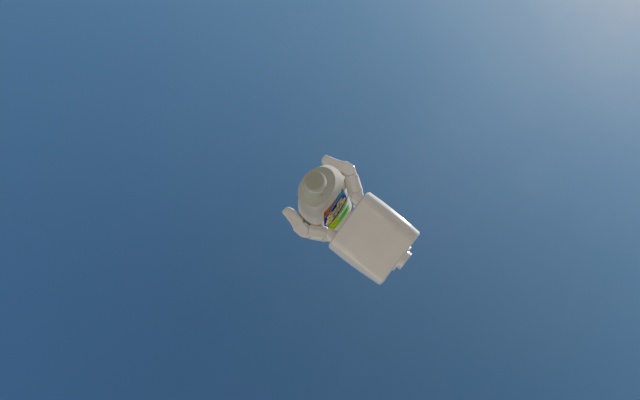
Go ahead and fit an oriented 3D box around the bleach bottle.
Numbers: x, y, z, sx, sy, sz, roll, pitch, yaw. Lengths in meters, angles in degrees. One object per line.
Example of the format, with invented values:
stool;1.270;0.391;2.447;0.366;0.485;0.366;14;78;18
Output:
bleach bottle;0.000;0.003;0.796;0.068;0.102;0.251;39;-5;12
